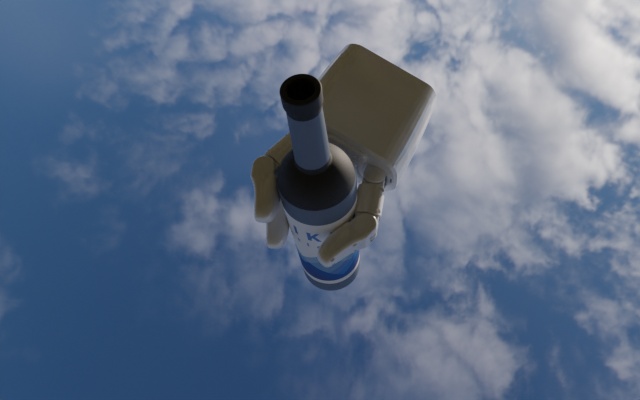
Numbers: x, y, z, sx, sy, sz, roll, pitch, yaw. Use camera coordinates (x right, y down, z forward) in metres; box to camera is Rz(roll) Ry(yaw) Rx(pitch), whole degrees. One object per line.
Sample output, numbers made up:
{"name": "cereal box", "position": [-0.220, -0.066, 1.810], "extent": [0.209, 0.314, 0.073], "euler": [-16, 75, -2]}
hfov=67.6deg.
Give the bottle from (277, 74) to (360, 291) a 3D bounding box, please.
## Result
{"name": "bottle", "position": [0.000, 0.002, 0.431], "extent": [0.069, 0.069, 0.296], "euler": [0, -29, 6]}
